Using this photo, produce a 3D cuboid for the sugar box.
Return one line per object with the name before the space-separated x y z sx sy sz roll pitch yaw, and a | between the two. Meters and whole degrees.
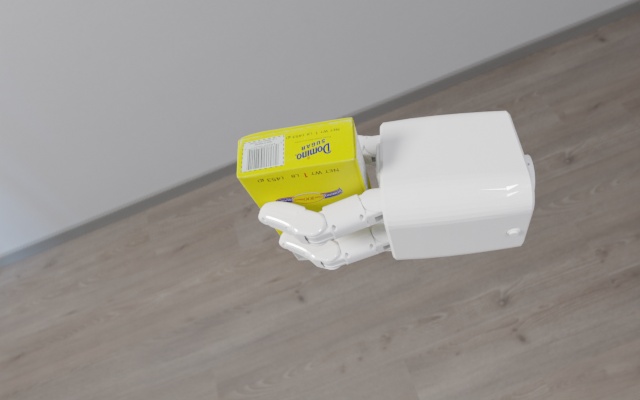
sugar box | 0.000 0.002 0.428 0.093 0.048 0.176 -8 -32 12
